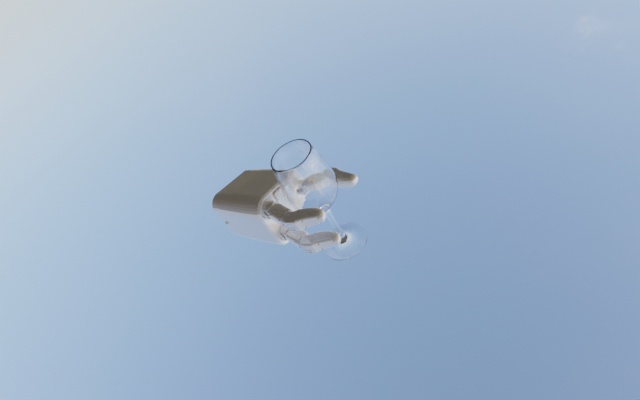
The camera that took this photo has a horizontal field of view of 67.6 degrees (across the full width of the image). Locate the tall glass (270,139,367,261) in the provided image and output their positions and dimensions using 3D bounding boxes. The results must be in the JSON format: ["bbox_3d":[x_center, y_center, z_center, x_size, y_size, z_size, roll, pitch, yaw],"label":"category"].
[{"bbox_3d":[0.001,0.003,0.704,0.079,0.079,0.201,0,-40,31],"label":"tall glass"}]
